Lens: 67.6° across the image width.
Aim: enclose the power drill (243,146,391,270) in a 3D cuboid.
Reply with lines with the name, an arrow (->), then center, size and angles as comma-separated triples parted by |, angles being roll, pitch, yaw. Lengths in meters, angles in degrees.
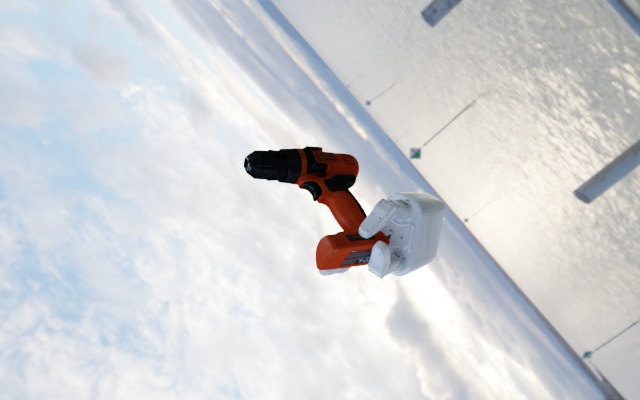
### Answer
power drill -> 0.000, 0.003, 0.655 | 0.184, 0.187, 0.057 | -2, -37, -32
